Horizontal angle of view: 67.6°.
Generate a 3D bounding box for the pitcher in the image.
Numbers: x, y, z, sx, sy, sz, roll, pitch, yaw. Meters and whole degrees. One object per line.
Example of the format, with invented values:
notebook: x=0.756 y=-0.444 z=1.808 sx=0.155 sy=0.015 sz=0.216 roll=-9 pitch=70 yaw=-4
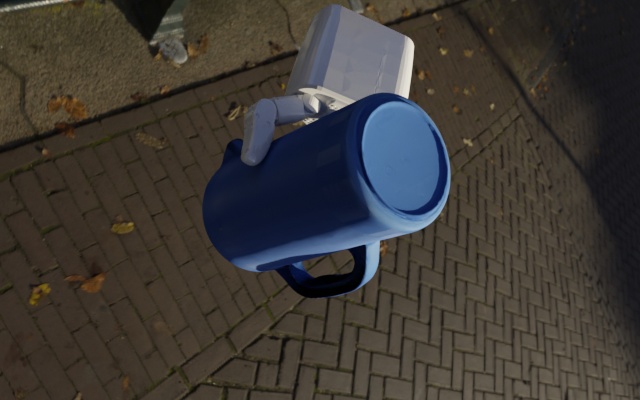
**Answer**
pitcher: x=0.000 y=0.001 z=0.447 sx=0.149 sy=0.145 sz=0.243 roll=27 pitch=-25 yaw=-28
